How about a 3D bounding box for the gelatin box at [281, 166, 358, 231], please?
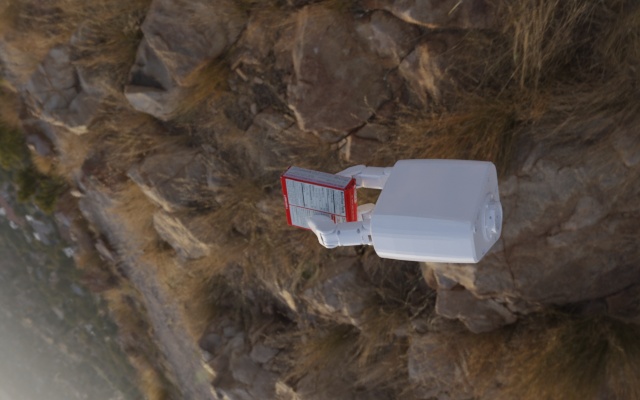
[{"bbox_3d":[0.000,0.002,0.573,0.089,0.073,0.030,12,39,24],"label":"gelatin box"}]
